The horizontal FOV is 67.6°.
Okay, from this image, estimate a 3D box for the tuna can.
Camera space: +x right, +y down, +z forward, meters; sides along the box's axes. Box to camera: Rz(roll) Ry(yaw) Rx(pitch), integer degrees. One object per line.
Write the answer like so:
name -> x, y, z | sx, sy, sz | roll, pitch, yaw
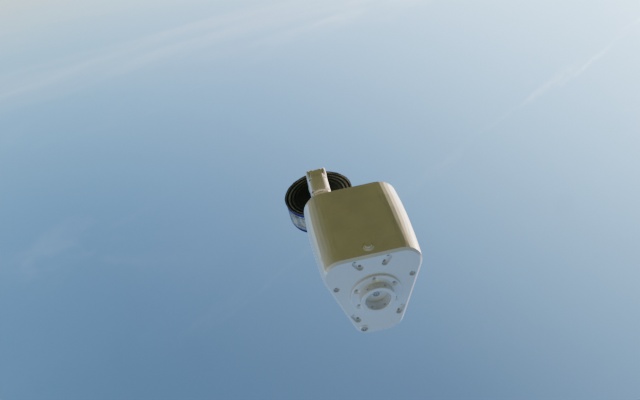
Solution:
tuna can -> 0.000, 0.002, 0.604 | 0.086, 0.034, 0.086 | -9, 39, 7
